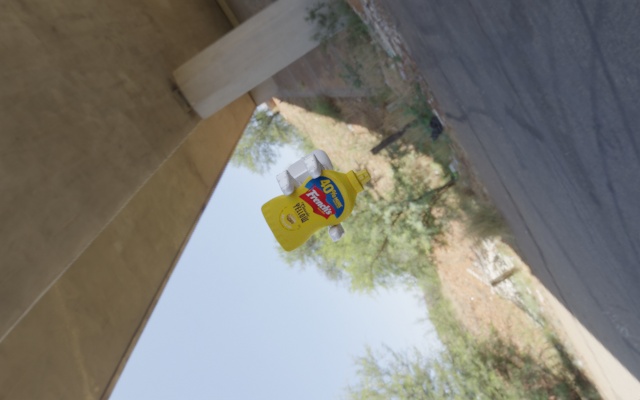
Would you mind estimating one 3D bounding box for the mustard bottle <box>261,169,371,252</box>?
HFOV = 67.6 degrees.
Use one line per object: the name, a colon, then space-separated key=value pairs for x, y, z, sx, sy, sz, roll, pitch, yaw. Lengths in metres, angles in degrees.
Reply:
mustard bottle: x=0.000 y=0.003 z=0.820 sx=0.191 sy=0.096 sz=0.058 roll=-31 pitch=-3 yaw=9
